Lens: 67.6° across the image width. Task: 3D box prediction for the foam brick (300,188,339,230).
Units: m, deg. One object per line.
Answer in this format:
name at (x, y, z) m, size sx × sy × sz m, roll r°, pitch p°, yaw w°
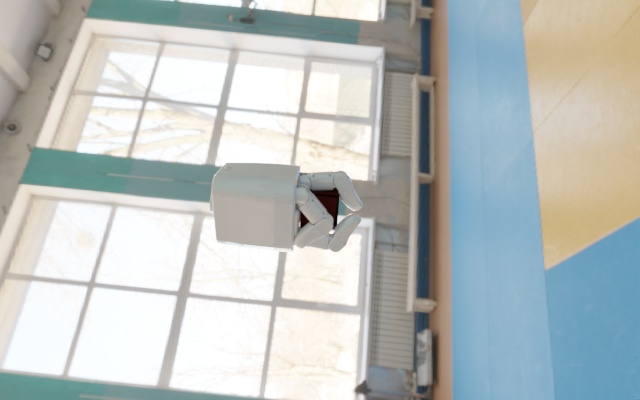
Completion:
foam brick at (0.000, 0.002, 0.681) m, size 0.051 × 0.053 × 0.078 m, roll 4°, pitch 19°, yaw 1°
